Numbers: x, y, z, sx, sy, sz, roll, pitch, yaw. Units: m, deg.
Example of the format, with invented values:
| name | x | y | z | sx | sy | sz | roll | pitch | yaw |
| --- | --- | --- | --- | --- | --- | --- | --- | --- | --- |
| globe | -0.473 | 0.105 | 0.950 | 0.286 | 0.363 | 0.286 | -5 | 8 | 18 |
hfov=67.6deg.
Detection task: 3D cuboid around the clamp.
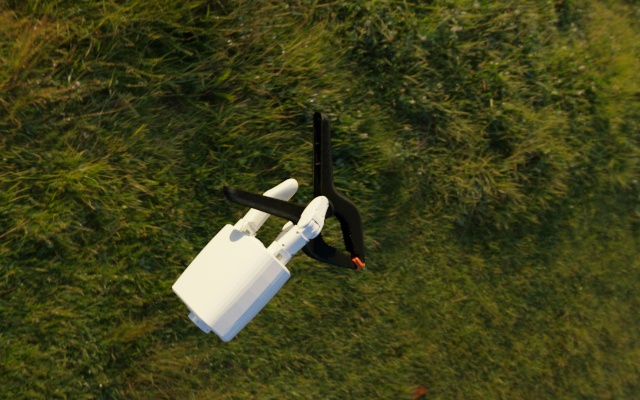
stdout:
| name | x | y | z | sx | sy | sz | roll | pitch | yaw |
| --- | --- | --- | --- | --- | --- | --- | --- | --- | --- |
| clamp | 0.001 | 0.003 | 0.616 | 0.210 | 0.164 | 0.036 | 48 | -15 | -22 |
